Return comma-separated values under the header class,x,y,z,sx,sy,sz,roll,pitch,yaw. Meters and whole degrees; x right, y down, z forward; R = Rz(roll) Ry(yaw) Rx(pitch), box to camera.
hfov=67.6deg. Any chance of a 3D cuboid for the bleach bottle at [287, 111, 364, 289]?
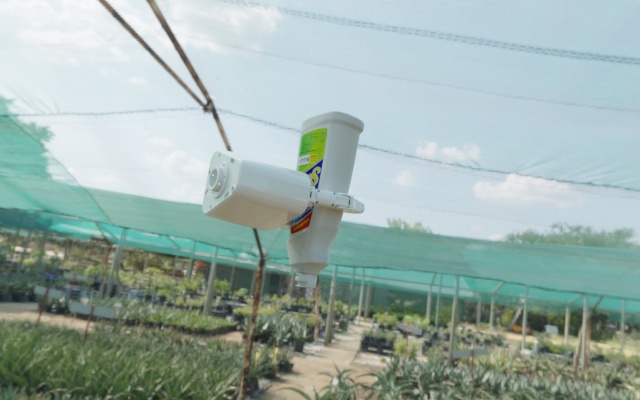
class,x,y,z,sx,sy,sz,roll,pitch,yaw
bleach bottle,0.000,0.002,0.702,0.068,0.250,0.102,15,-12,-36
